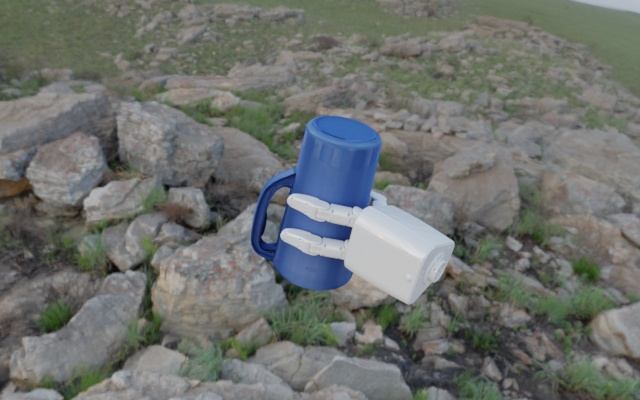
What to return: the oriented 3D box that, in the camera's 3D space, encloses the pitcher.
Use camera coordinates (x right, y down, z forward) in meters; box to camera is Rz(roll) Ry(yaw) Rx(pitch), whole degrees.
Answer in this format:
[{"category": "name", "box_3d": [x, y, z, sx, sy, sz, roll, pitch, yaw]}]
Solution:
[{"category": "pitcher", "box_3d": [0.000, 0.002, 0.712, 0.145, 0.243, 0.149, 31, 33, 31]}]
